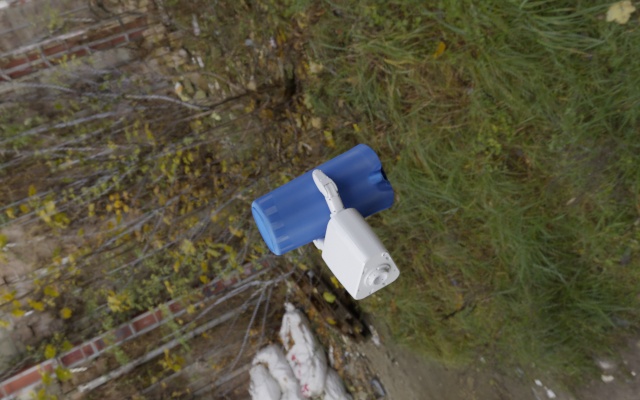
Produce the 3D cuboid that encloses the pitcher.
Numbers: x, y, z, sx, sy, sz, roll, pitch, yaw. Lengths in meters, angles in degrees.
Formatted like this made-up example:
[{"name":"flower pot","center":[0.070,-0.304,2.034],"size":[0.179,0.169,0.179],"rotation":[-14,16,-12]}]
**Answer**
[{"name":"pitcher","center":[0.000,0.003,0.888],"size":[0.243,0.149,0.145],"rotation":[-26,50,-15]}]
